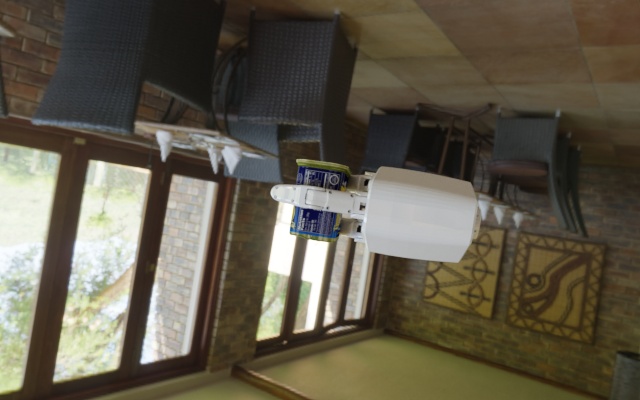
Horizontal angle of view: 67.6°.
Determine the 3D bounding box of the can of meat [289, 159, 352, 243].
[{"bbox_3d":[0.000,0.002,0.546,0.057,0.084,0.102,8,-1,7],"label":"can of meat"}]
